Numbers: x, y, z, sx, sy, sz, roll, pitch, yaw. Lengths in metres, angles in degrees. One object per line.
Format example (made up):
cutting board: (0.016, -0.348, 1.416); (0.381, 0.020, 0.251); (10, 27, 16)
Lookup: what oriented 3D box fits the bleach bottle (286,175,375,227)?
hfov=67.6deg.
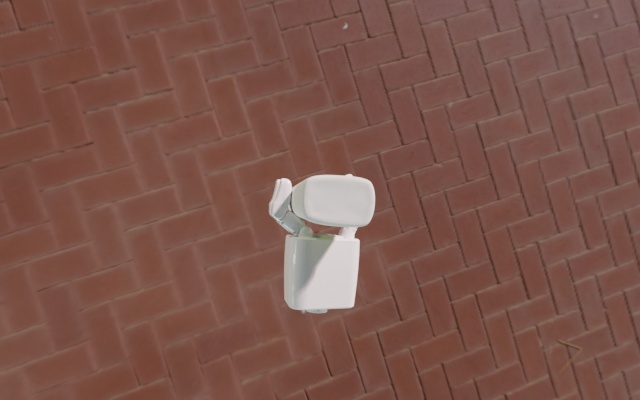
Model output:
bleach bottle: (0.000, 0.002, 0.744); (0.102, 0.068, 0.251); (5, -2, -10)
